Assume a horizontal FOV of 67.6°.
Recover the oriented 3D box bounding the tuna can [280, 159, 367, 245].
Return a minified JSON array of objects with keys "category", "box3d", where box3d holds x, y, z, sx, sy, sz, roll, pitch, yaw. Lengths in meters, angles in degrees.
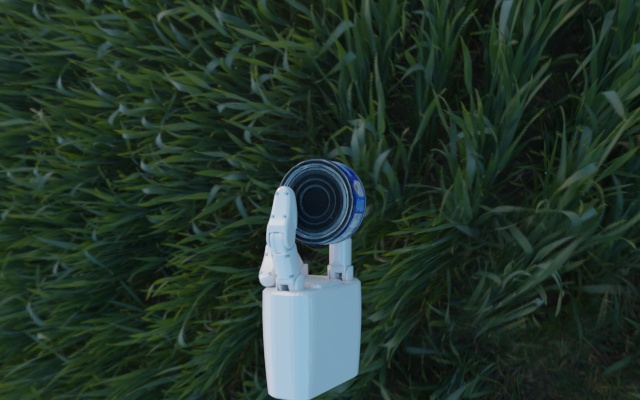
[{"category":"tuna can","box3d":[0.000,0.001,0.475,0.086,0.086,0.034,0,-2,25]}]
